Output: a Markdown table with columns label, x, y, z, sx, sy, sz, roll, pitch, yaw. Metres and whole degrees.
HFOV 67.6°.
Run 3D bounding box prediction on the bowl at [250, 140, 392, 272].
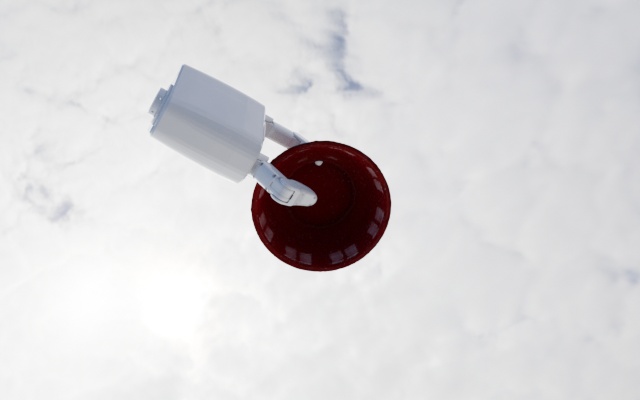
| label | x | y | z | sx | sy | sz | roll | pitch | yaw |
| --- | --- | --- | --- | --- | --- | --- | --- | --- | --- |
| bowl | 0.001 | 0.003 | 0.570 | 0.162 | 0.162 | 0.055 | 0 | 20 | -3 |
